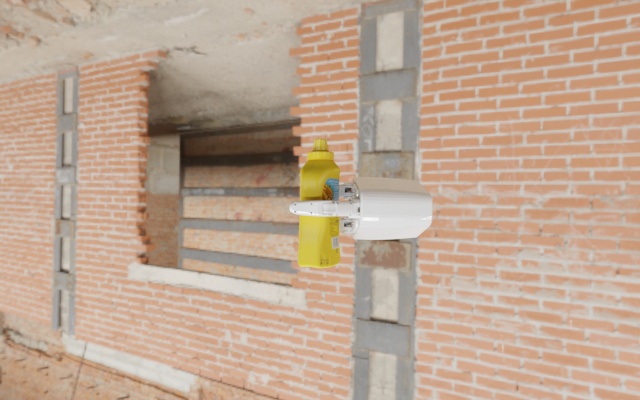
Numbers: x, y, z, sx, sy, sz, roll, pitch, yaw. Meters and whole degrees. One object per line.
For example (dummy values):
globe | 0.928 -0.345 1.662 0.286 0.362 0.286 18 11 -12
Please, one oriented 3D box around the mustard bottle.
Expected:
mustard bottle | 0.000 0.003 0.725 0.058 0.191 0.096 1 0 21
